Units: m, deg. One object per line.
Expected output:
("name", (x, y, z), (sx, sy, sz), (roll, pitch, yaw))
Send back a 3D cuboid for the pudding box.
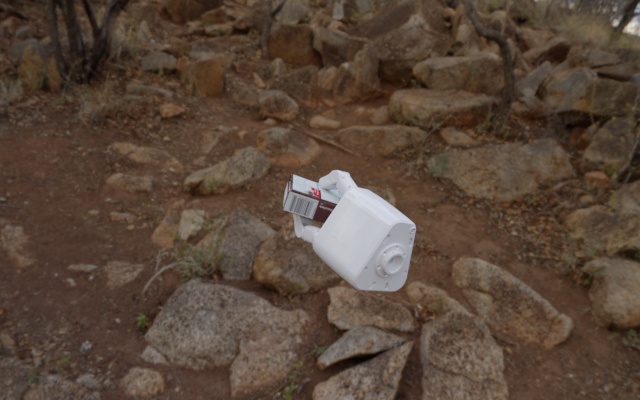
("pudding box", (0.000, 0.002, 0.743), (0.113, 0.039, 0.090), (20, 15, -9))
